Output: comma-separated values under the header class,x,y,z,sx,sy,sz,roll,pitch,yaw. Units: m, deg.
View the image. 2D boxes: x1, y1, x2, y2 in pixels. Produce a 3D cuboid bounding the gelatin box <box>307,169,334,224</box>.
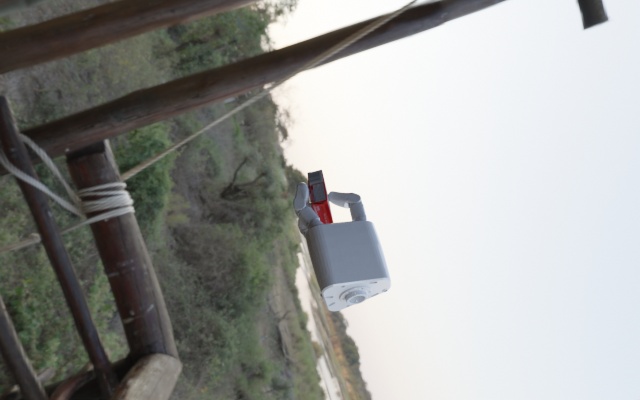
class,x,y,z,sx,sy,sz,roll,pitch,yaw
gelatin box,0.001,0.002,0.819,0.030,0.073,0.089,-12,41,3
